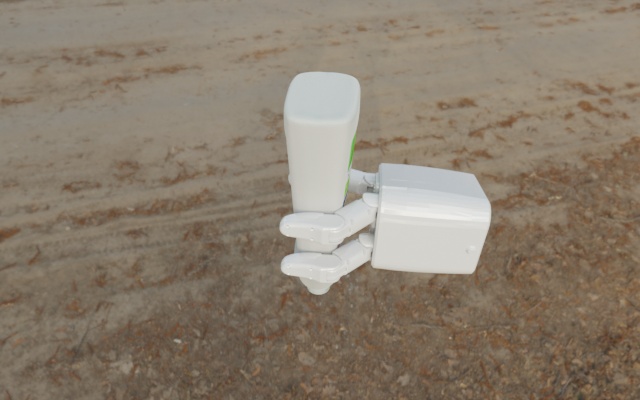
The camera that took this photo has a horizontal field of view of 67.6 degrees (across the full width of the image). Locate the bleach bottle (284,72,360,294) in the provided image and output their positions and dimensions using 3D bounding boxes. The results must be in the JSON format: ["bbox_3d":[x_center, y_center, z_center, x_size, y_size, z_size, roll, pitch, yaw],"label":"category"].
[{"bbox_3d":[0.000,0.002,0.507,0.068,0.251,0.102,4,40,4],"label":"bleach bottle"}]
